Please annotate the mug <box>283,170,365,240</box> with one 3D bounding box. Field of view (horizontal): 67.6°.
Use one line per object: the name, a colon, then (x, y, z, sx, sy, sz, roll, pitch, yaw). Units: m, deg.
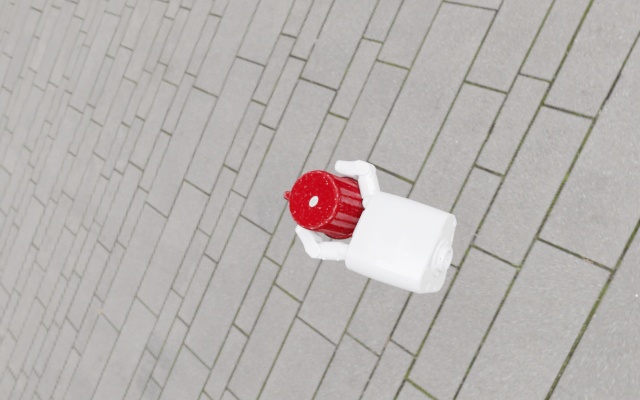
mug: (-0.001, 0.002, 0.667, 0.117, 0.093, 0.081, 15, -1, 33)
